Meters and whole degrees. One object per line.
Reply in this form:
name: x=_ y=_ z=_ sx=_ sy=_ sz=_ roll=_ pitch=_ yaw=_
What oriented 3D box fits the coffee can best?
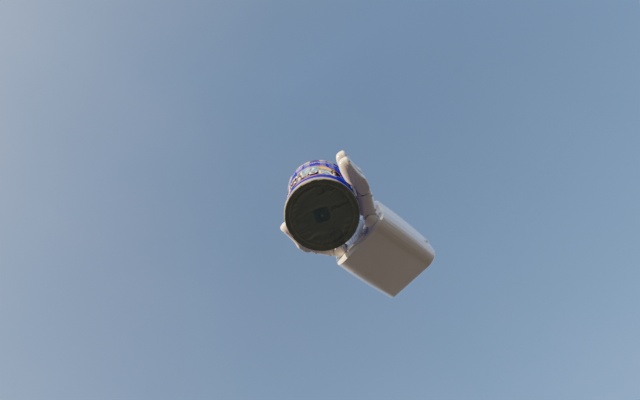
coffee can: x=0.000 y=0.002 z=0.707 sx=0.103 sy=0.103 sz=0.140 roll=0 pitch=15 yaw=-2
